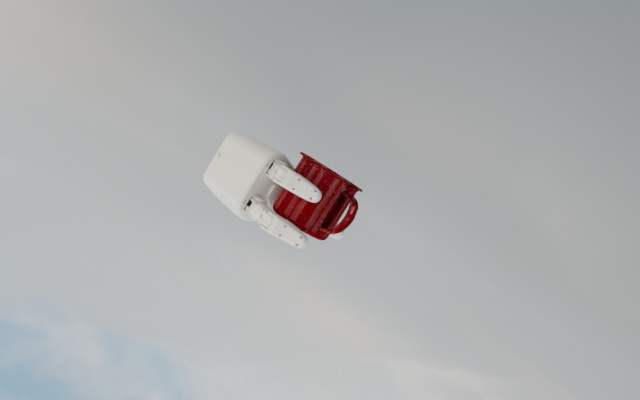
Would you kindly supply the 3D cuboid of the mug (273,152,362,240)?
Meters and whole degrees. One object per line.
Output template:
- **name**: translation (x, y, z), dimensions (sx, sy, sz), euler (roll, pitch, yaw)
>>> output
- **mug**: translation (0.001, 0.003, 0.596), dimensions (0.117, 0.081, 0.093), euler (34, 3, 43)
